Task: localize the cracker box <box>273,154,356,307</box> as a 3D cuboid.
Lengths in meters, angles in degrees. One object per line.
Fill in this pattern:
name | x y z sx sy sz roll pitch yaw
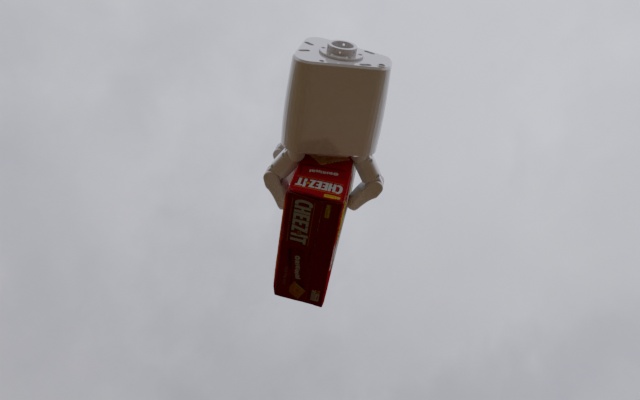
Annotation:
cracker box | 0.000 0.002 0.628 0.072 0.164 0.213 12 35 4
